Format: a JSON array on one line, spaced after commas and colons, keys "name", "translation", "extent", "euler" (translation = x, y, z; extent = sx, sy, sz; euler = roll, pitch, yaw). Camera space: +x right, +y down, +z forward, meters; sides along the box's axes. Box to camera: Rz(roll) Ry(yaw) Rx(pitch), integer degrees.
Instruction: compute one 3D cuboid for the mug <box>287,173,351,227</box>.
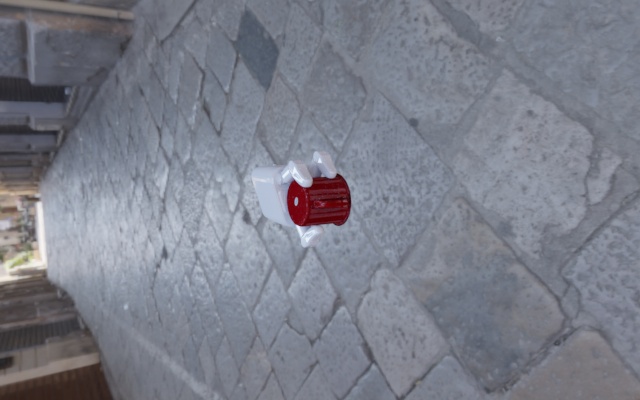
[{"name": "mug", "translation": [0.001, 0.003, 0.806], "extent": [0.081, 0.093, 0.117], "euler": [-5, 9, -30]}]
